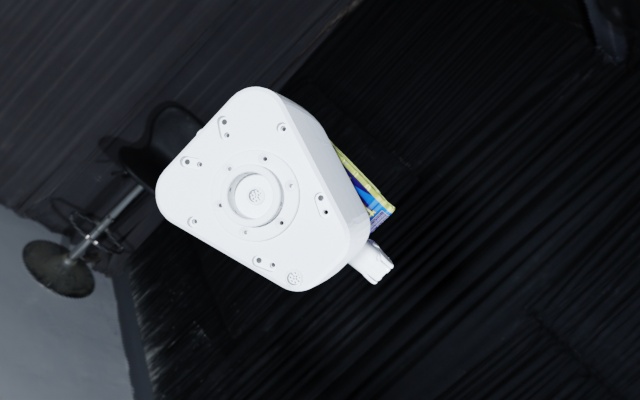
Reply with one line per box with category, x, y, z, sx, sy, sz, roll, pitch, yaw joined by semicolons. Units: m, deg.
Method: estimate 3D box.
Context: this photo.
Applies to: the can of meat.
can of meat;0.000;0.001;0.405;0.084;0.102;0.057;-45;-9;7
